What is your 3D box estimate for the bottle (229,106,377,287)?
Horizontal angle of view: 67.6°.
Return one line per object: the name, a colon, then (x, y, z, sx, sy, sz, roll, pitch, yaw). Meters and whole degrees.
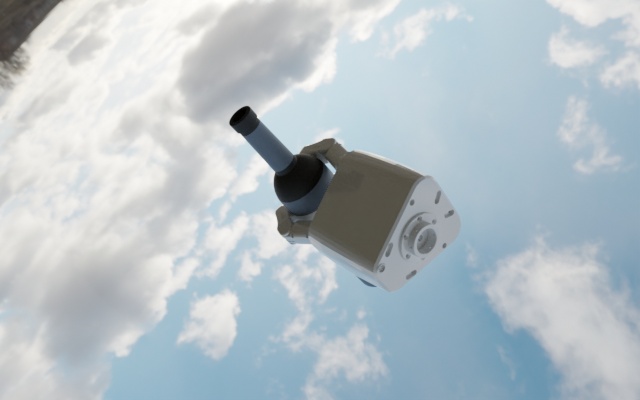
bottle: (0.000, 0.002, 0.562, 0.069, 0.069, 0.296, 0, -36, 43)
